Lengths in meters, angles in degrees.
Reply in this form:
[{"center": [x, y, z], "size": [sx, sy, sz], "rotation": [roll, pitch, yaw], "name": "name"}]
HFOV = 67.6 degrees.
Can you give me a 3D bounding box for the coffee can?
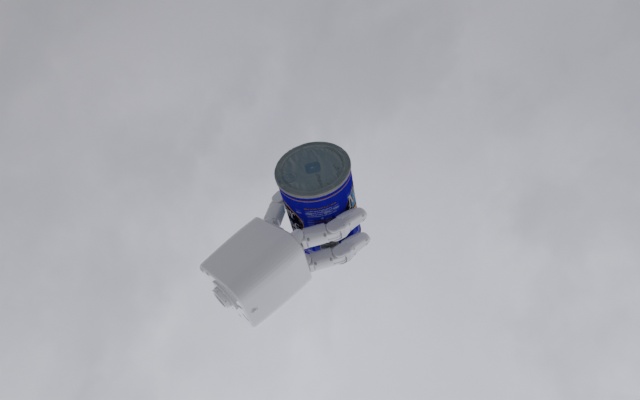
[{"center": [0.000, 0.002, 0.679], "size": [0.103, 0.102, 0.140], "rotation": [0, -42, 13], "name": "coffee can"}]
